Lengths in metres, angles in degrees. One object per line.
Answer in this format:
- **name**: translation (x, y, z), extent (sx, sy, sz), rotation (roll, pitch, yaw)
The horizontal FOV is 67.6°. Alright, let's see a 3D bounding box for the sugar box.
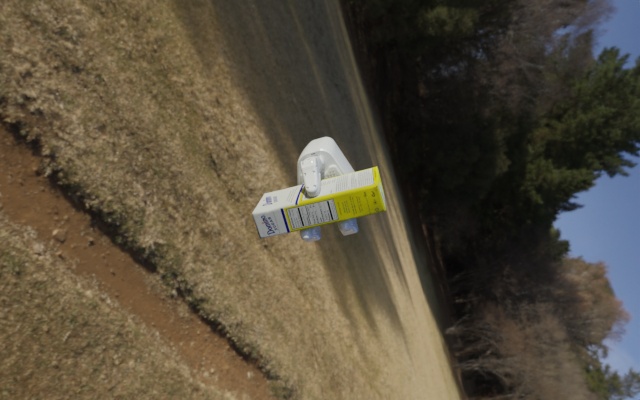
- **sugar box**: translation (0.000, 0.003, 0.673), extent (0.176, 0.048, 0.093), rotation (-15, 17, 10)
